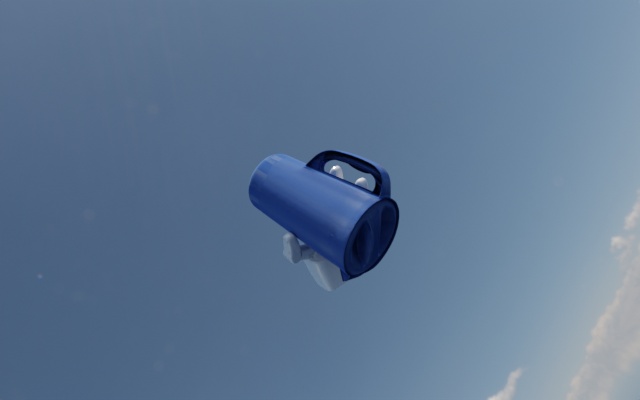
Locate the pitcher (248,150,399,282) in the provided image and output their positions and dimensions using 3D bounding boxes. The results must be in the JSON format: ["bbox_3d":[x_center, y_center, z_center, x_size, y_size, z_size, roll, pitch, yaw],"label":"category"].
[{"bbox_3d":[0.000,0.003,0.777,0.242,0.149,0.145,29,-26,34],"label":"pitcher"}]
